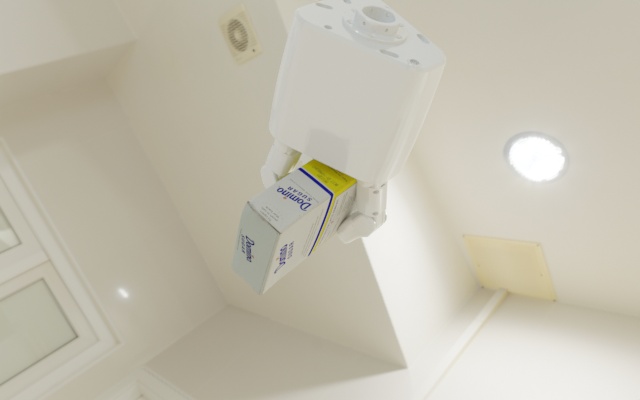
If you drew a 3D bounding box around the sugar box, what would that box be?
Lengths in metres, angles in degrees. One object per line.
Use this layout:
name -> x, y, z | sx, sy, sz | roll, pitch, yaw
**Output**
sugar box -> 0.000, 0.001, 0.436 | 0.048, 0.093, 0.176 | 41, 49, 19
